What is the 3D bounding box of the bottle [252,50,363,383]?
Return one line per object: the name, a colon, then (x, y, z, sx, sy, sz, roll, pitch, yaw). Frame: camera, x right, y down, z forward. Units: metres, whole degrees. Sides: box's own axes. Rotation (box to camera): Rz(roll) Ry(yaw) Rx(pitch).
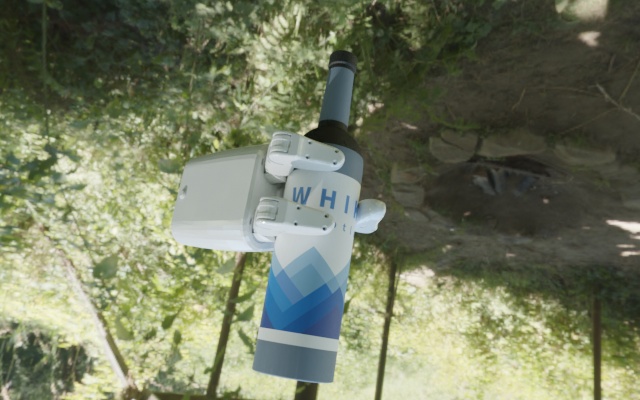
bottle: (0.000, 0.002, 0.424, 0.069, 0.295, 0.069, 9, -16, 2)
